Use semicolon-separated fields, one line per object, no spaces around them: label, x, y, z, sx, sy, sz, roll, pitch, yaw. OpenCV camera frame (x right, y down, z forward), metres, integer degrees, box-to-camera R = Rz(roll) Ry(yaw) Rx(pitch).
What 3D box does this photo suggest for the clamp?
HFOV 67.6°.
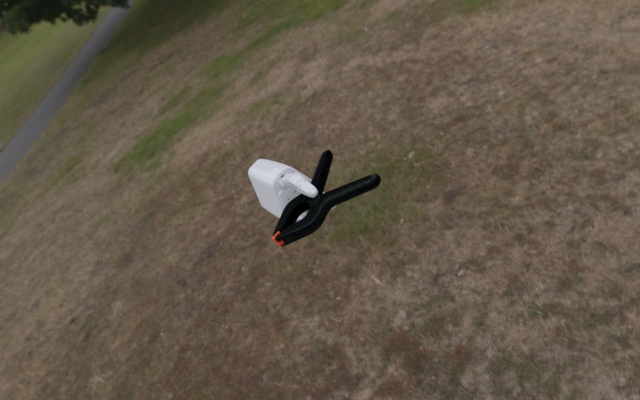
clamp;-0.001;0.003;0.850;0.164;0.210;0.036;24;-21;49
